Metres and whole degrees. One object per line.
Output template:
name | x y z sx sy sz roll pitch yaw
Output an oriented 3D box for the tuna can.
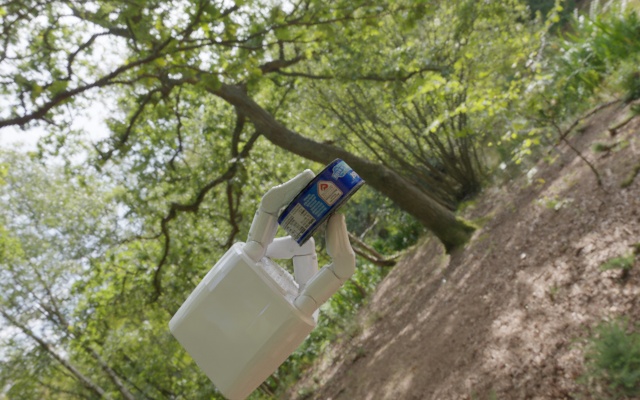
tuna can | 0.000 0.001 0.444 0.086 0.034 0.086 -45 -4 -4
